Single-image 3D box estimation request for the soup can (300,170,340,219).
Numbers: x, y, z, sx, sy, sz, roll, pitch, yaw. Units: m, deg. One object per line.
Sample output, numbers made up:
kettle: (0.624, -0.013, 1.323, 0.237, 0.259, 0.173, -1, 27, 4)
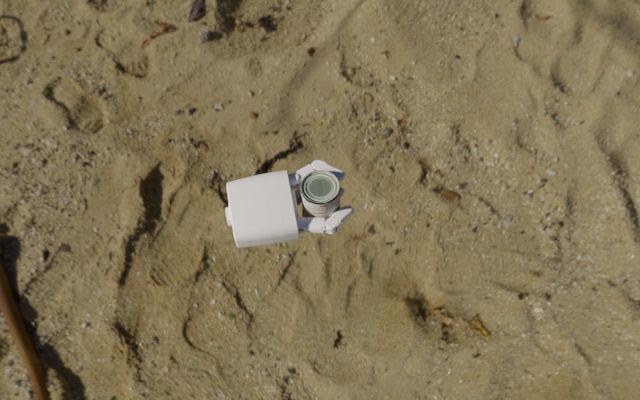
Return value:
soup can: (0.001, 0.003, 0.816, 0.068, 0.068, 0.102, 0, -31, 1)
